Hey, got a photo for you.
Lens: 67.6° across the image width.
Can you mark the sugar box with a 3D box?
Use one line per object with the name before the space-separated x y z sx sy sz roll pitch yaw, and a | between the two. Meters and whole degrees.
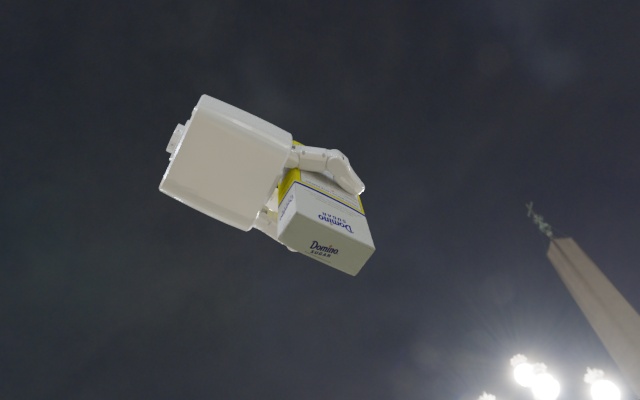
sugar box | 0.000 0.002 0.536 0.093 0.048 0.176 26 26 -17
